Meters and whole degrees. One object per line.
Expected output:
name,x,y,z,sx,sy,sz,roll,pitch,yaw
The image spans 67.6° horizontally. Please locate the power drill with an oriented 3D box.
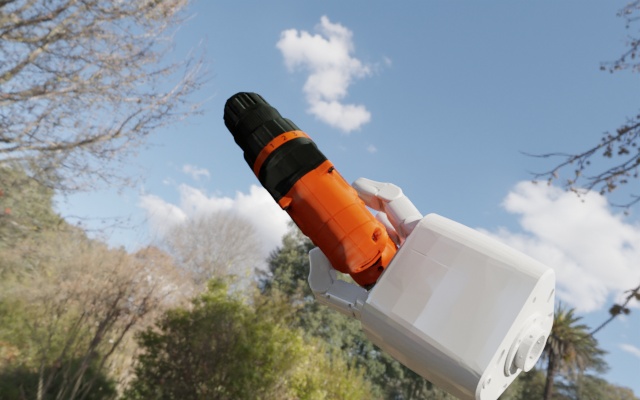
power drill,0.000,0.002,0.425,0.057,0.184,0.188,-40,-27,3
